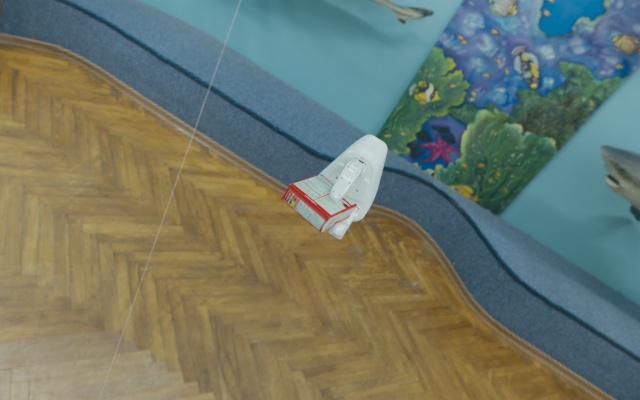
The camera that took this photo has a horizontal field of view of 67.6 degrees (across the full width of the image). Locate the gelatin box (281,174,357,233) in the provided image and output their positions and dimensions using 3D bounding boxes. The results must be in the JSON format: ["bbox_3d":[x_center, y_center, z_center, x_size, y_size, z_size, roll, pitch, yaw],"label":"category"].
[{"bbox_3d":[0.000,0.002,0.663,0.073,0.030,0.089,40,28,16],"label":"gelatin box"}]
